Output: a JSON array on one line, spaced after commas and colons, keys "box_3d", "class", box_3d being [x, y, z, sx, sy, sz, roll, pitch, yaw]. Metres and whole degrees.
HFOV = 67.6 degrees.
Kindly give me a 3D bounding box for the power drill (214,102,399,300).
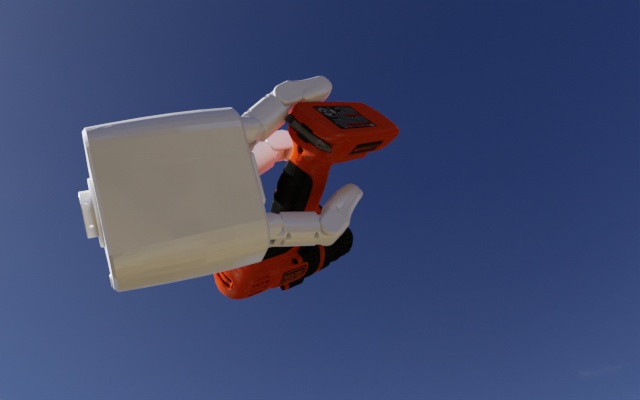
[{"box_3d": [0.000, 0.001, 0.450, 0.057, 0.188, 0.184, 39, 30, 25], "class": "power drill"}]
